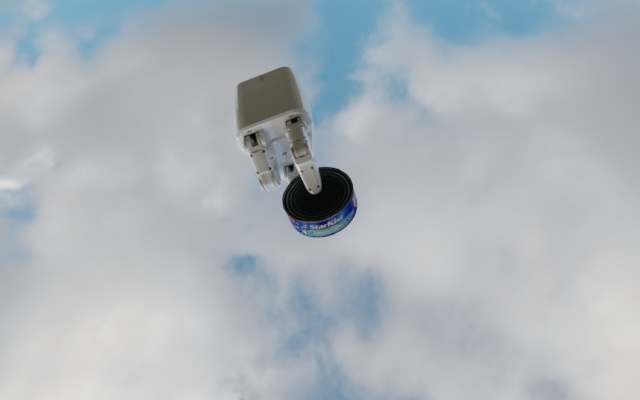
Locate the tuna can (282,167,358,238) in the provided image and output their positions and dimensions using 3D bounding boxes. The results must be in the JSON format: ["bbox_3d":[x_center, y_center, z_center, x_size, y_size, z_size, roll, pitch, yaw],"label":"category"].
[{"bbox_3d":[0.000,0.002,0.567,0.086,0.086,0.034,0,-41,19],"label":"tuna can"}]
